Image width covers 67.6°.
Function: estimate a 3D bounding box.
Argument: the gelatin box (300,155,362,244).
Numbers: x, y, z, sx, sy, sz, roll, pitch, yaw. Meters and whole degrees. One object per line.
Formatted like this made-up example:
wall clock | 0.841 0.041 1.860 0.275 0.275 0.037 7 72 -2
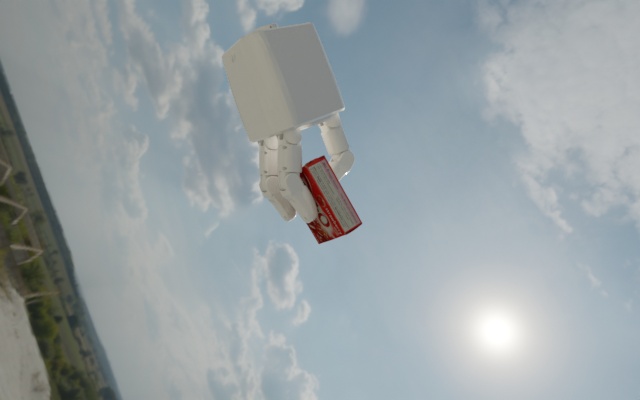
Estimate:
gelatin box | 0.001 0.002 0.545 0.030 0.089 0.073 -31 1 -27
